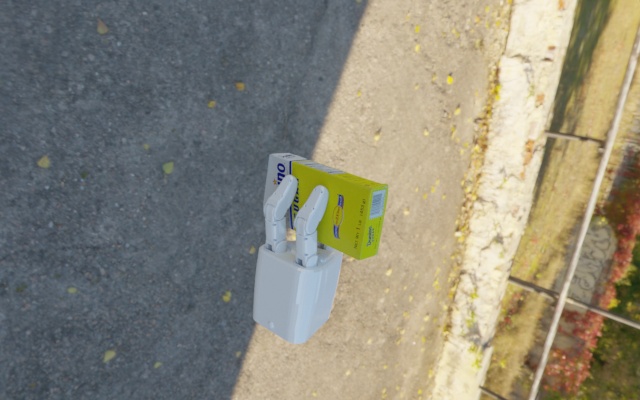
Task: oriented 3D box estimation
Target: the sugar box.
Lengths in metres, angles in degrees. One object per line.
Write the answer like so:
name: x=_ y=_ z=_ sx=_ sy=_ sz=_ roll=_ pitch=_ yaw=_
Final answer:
sugar box: x=0.000 y=0.002 z=0.620 sx=0.176 sy=0.093 sz=0.048 roll=19 pitch=19 yaw=36
